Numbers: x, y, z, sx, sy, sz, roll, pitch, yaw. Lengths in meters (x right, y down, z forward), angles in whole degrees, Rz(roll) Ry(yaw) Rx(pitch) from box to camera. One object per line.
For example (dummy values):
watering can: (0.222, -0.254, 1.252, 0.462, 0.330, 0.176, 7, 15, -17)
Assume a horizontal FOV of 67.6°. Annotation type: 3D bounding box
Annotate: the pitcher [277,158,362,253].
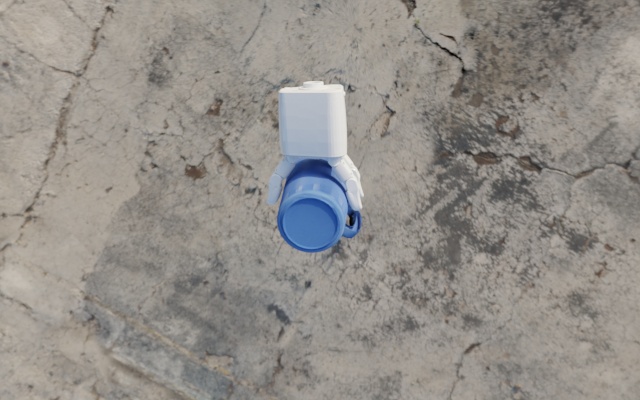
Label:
pitcher: (0.000, 0.003, 0.853, 0.149, 0.145, 0.242, 0, 20, 4)
